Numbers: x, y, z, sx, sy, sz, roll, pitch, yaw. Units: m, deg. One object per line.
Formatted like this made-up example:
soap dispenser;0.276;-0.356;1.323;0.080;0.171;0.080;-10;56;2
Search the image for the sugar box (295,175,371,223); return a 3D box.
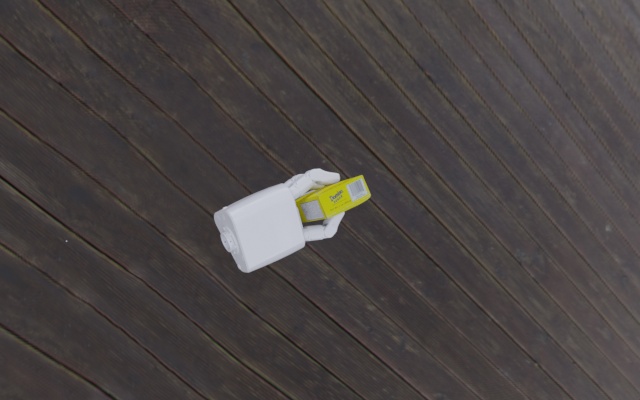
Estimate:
sugar box;0.000;0.002;0.823;0.093;0.048;0.176;-25;7;-28
